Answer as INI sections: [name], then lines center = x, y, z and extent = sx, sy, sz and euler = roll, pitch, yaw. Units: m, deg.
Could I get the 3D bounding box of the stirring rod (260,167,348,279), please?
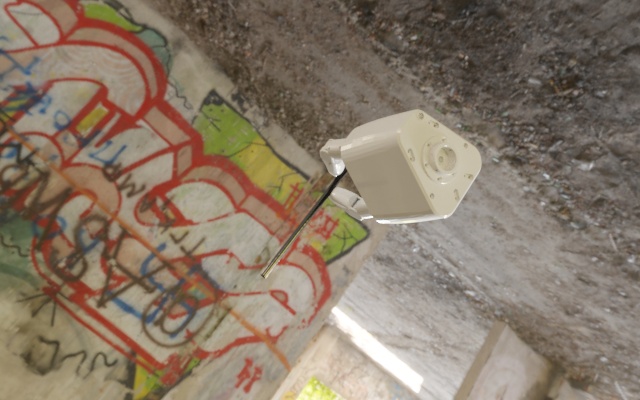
[stirring rod]
center = 0.000, 0.002, 0.614
extent = 0.011, 0.239, 0.011
euler = 32, -21, 14
